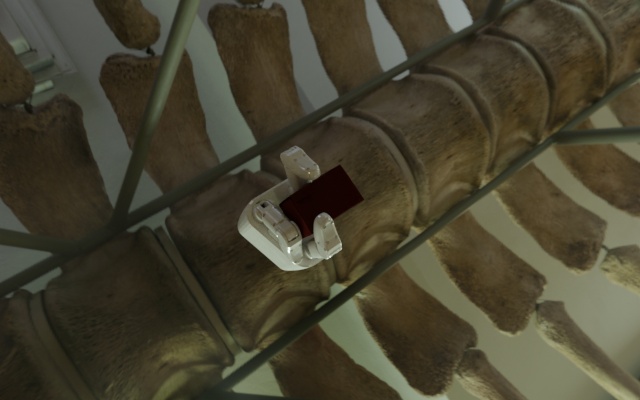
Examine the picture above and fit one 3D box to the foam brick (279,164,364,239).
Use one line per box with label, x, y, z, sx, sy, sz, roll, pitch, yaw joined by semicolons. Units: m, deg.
foam brick;0.000;0.002;0.569;0.078;0.053;0.051;-32;0;-22
